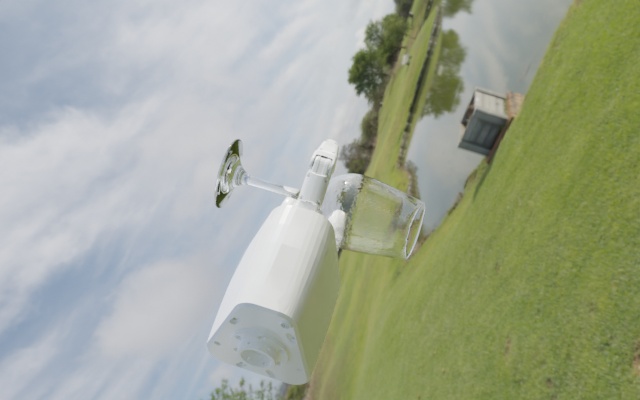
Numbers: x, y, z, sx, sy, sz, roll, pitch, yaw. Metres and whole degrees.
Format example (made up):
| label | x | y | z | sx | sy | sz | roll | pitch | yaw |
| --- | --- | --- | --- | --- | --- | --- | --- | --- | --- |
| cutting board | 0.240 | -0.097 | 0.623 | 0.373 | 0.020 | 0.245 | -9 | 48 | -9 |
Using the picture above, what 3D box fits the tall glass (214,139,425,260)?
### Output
| label | x | y | z | sx | sy | sz | roll | pitch | yaw |
| --- | --- | --- | --- | --- | --- | --- | --- | --- | --- |
| tall glass | -0.001 | 0.001 | 0.485 | 0.201 | 0.079 | 0.079 | 17 | 1 | 3 |
